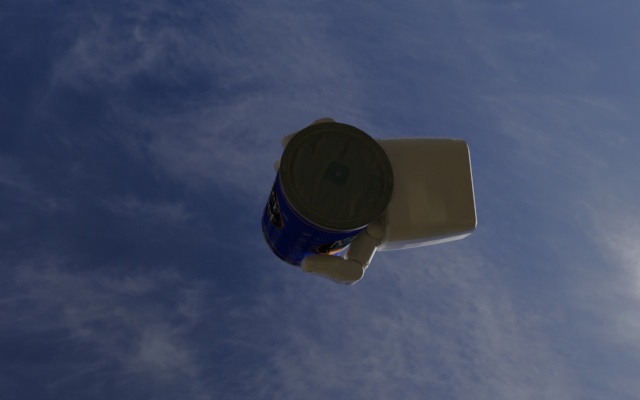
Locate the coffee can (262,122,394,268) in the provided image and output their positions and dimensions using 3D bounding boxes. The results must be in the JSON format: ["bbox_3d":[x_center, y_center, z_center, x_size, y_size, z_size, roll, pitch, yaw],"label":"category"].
[{"bbox_3d":[0.000,0.002,0.476,0.103,0.102,0.140,0,-21,-14],"label":"coffee can"}]
